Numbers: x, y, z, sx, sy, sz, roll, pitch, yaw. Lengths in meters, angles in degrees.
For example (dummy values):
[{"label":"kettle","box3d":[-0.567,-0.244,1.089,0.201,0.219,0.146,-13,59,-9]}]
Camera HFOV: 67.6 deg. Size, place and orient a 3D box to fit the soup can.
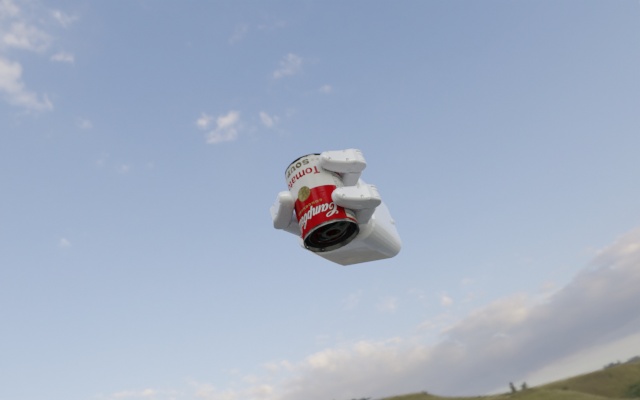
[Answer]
[{"label":"soup can","box3d":[0.000,0.002,0.578,0.068,0.102,0.069,-13,-32,-8]}]
